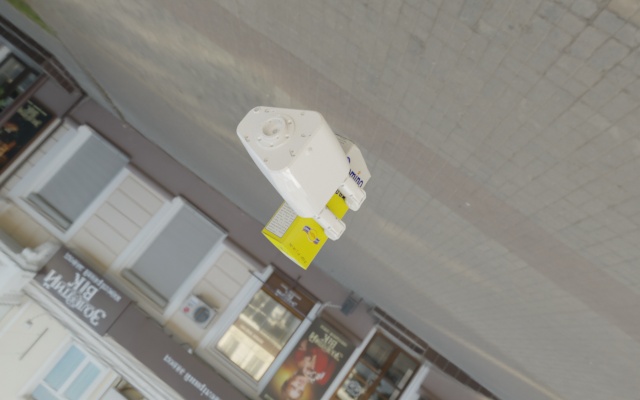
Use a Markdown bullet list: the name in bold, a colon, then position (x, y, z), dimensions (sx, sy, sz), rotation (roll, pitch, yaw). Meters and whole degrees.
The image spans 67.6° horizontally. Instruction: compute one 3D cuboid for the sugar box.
- **sugar box**: position (0.000, 0.002, 0.681), dimensions (0.048, 0.176, 0.093), rotation (30, -15, 33)
